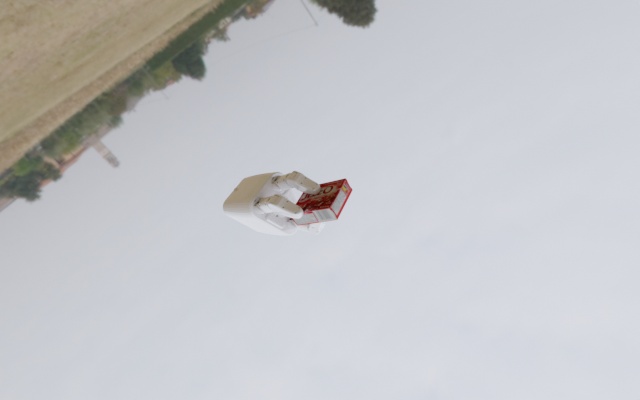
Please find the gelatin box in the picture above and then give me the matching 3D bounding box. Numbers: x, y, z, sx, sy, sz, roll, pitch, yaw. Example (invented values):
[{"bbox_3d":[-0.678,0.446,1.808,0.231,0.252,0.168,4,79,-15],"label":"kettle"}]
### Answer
[{"bbox_3d":[0.001,0.003,0.790,0.089,0.030,0.073,-10,36,38],"label":"gelatin box"}]
